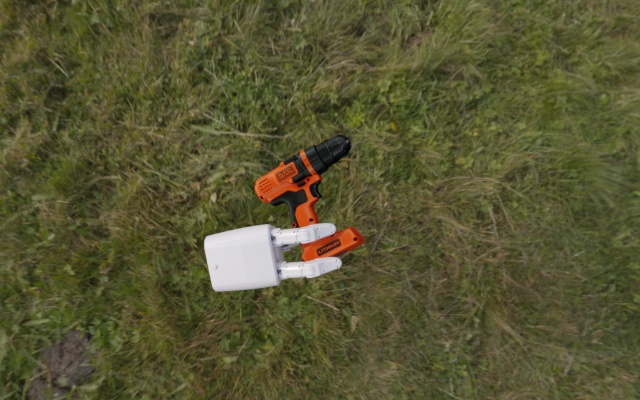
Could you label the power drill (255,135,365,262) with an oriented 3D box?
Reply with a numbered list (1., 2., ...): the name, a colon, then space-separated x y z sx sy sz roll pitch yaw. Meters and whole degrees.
1. power drill: 0.000 0.003 0.798 0.184 0.187 0.057 -30 -16 13
